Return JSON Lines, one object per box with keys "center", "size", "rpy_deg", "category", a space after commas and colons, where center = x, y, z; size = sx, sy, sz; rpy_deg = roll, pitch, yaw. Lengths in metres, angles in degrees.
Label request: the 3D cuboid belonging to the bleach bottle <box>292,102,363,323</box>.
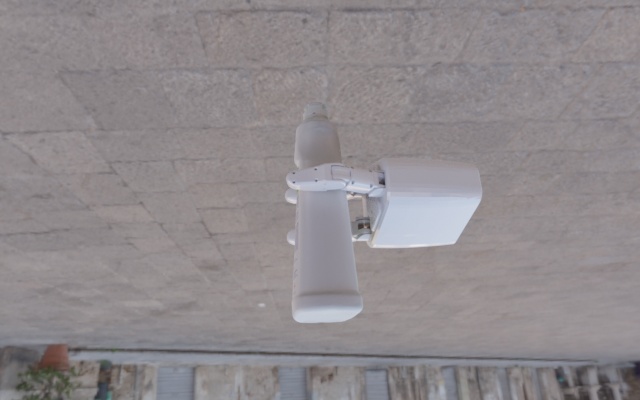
{"center": [0.000, 0.002, 0.528], "size": [0.068, 0.250, 0.103], "rpy_deg": [0, -21, -7], "category": "bleach bottle"}
